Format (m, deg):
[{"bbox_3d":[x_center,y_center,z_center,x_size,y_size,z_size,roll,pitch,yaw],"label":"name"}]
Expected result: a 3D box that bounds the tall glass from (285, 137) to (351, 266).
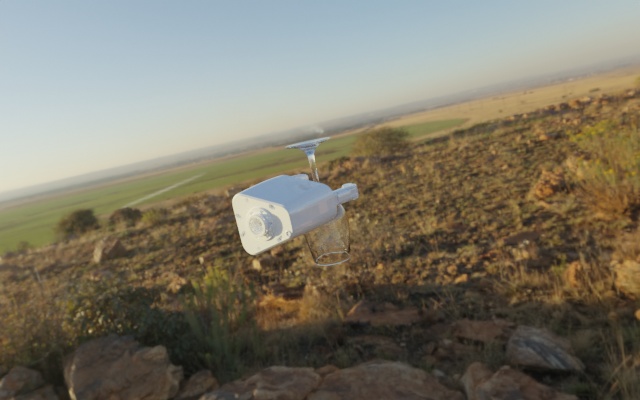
[{"bbox_3d":[0.000,0.002,0.782,0.079,0.201,0.079,-12,10,2],"label":"tall glass"}]
